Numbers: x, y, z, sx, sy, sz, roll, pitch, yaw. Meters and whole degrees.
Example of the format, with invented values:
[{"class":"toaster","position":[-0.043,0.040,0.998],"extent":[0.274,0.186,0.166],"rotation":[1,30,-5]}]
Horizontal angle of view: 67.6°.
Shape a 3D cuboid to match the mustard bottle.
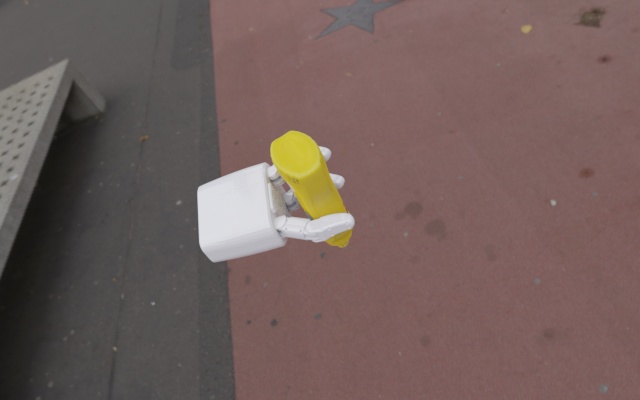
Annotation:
[{"class":"mustard bottle","position":[0.000,0.002,0.641],"extent":[0.058,0.192,0.096],"rotation":[-34,43,-6]}]
